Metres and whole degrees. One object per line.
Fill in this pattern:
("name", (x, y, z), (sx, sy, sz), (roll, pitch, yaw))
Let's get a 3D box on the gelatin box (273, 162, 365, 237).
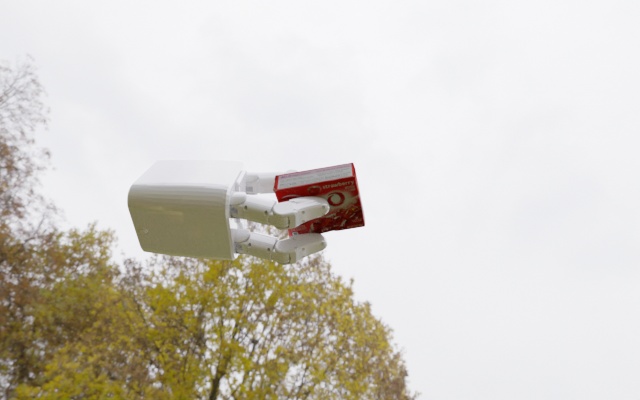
("gelatin box", (0.000, 0.001, 0.524), (0.089, 0.073, 0.030), (-10, 39, 7))
